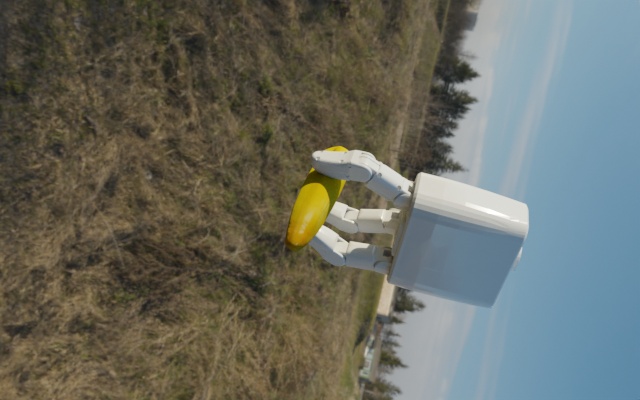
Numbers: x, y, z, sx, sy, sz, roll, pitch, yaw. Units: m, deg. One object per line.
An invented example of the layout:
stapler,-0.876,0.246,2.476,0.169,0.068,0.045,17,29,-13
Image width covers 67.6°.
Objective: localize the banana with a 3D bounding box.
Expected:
banana,0.006,-0.016,0.497,0.037,0.070,0.197,19,23,4
